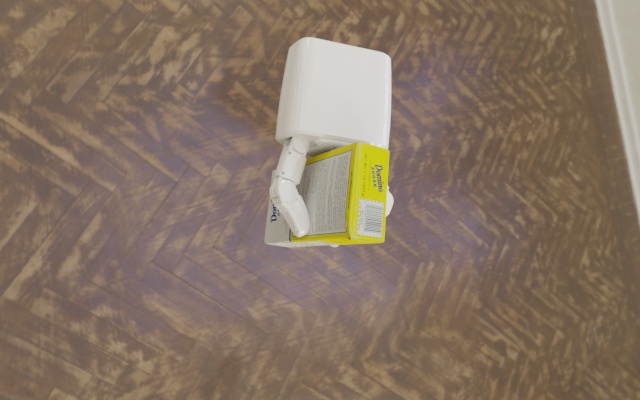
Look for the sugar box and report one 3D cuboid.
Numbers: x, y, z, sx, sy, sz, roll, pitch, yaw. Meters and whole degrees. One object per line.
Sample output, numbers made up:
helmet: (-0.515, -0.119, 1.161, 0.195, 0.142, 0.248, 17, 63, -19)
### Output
sugar box: (0.001, 0.002, 0.514, 0.048, 0.093, 0.176, 11, -11, -29)
